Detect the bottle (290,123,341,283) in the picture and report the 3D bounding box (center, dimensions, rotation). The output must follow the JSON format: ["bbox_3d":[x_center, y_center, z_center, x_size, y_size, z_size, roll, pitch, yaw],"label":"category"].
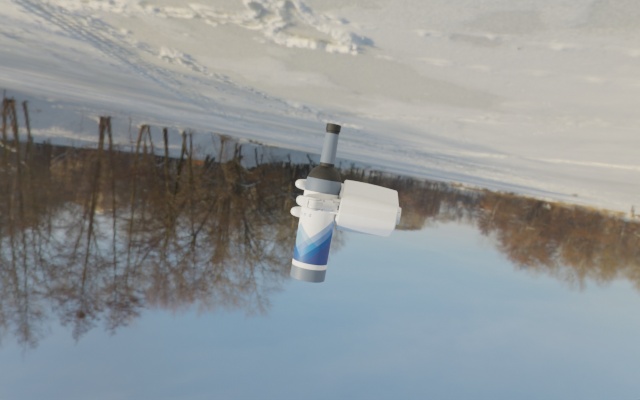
[{"bbox_3d":[0.000,0.003,0.899,0.069,0.296,0.069,10,4,-1],"label":"bottle"}]
